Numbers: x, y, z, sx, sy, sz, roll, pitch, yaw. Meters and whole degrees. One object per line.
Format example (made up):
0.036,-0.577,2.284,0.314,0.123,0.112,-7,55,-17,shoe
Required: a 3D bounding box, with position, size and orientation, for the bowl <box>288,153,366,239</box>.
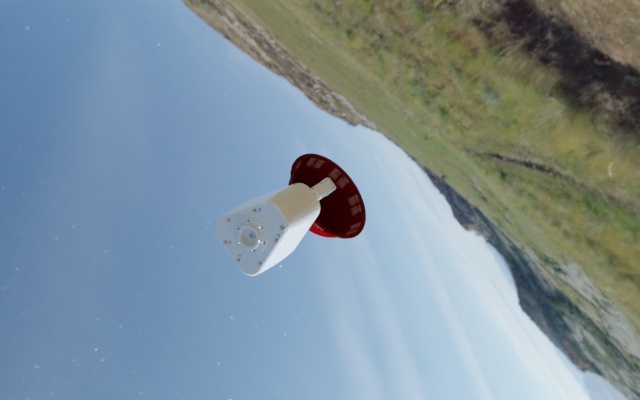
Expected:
0.001,0.003,0.801,0.162,0.162,0.055,0,-29,-46,bowl
